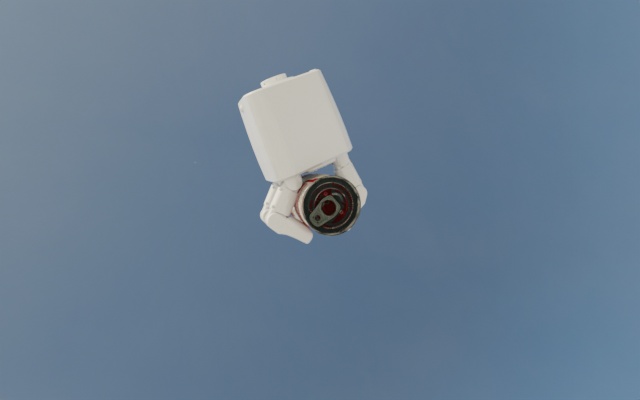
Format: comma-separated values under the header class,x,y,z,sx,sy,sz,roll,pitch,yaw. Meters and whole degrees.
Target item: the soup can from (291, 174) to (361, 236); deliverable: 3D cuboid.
class,x,y,z,sx,sy,sz,roll,pitch,yaw
soup can,0.000,0.002,0.577,0.068,0.068,0.102,0,5,-15
